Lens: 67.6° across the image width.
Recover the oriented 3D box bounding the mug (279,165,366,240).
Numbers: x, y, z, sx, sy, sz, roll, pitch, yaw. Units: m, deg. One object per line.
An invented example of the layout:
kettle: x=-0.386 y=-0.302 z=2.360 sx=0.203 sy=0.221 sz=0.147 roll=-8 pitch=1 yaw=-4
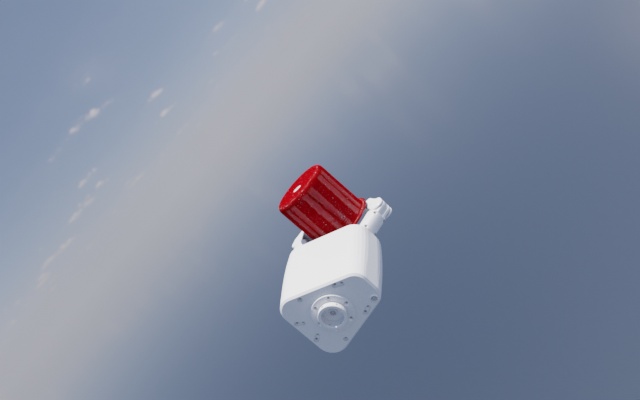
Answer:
mug: x=0.000 y=0.001 z=0.645 sx=0.081 sy=0.093 sz=0.117 roll=41 pitch=20 yaw=-14
